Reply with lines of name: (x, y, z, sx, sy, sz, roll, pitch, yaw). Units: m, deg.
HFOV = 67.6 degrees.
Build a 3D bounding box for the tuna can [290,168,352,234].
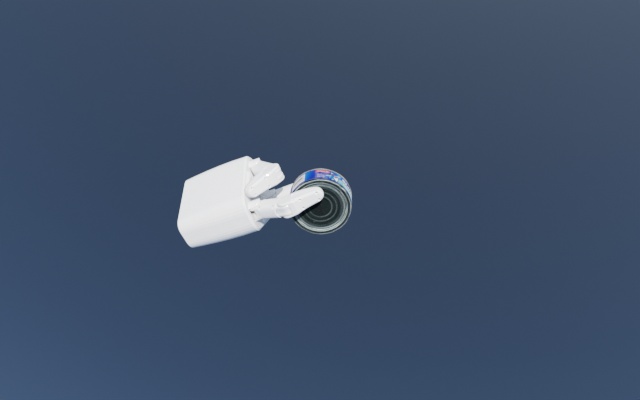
tuna can: (0.000, 0.002, 0.645, 0.086, 0.086, 0.033, 0, 27, 2)
